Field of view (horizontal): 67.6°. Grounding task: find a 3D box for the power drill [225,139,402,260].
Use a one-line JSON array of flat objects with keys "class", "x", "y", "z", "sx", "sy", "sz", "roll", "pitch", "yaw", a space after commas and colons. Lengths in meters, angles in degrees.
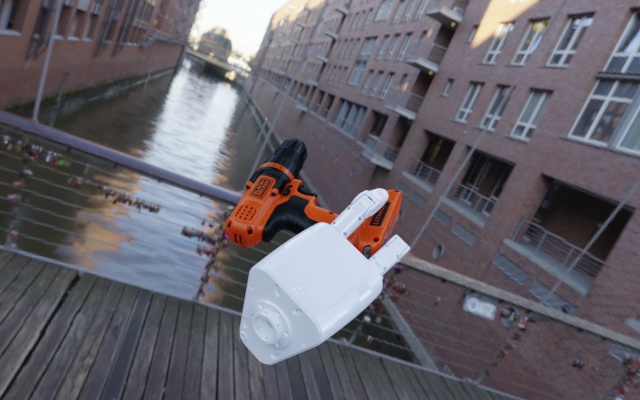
[{"class": "power drill", "x": 0.000, "y": 0.002, "z": 0.592, "sx": 0.187, "sy": 0.184, "sz": 0.057, "roll": 15, "pitch": -40, "yaw": 14}]
